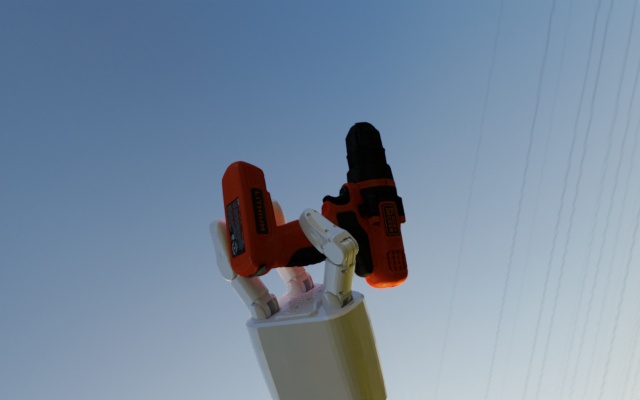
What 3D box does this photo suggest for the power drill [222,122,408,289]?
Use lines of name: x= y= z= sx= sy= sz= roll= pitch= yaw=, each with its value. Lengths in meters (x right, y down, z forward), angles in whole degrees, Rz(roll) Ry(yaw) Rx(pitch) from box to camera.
power drill: x=0.000 y=0.002 z=0.480 sx=0.187 sy=0.184 sz=0.057 roll=-1 pitch=-18 yaw=-29
